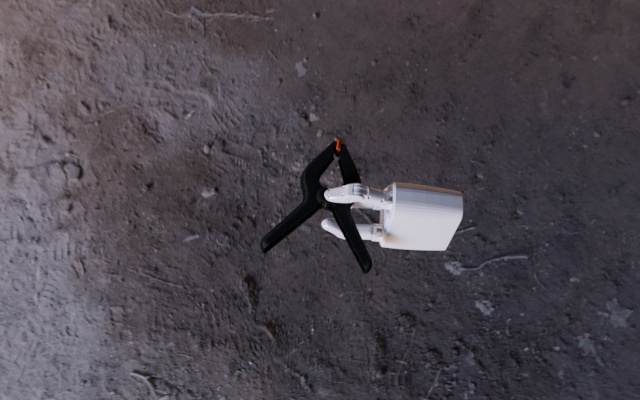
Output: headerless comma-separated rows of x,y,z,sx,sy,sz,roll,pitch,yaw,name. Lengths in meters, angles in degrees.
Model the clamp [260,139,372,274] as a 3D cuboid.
0.000,0.002,0.727,0.164,0.210,0.036,6,-23,-3,clamp
